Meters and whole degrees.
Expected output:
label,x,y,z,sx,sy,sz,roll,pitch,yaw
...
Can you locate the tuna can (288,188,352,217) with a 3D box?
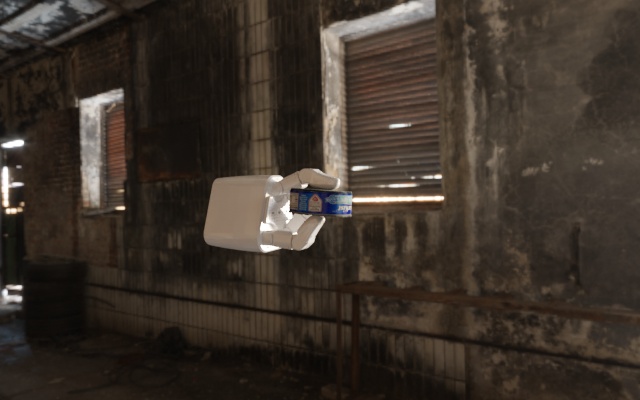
label,x,y,z,sx,sy,sz,roll,pitch,yaw
tuna can,0.000,0.002,0.644,0.086,0.034,0.086,4,2,0
